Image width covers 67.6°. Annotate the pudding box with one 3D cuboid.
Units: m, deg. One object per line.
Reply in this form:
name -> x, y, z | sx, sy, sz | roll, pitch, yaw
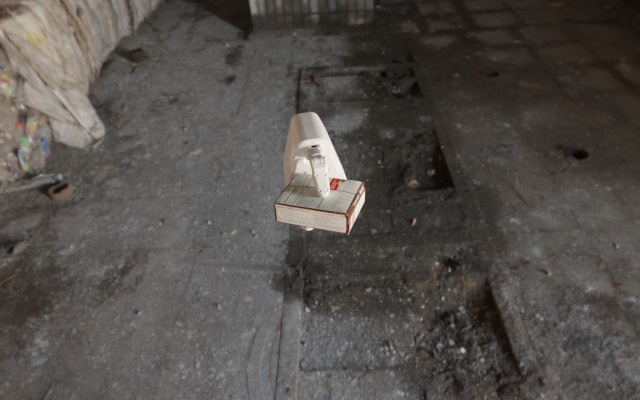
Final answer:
pudding box -> 0.000, 0.002, 0.699 | 0.113, 0.039, 0.090 | 7, 36, 19
